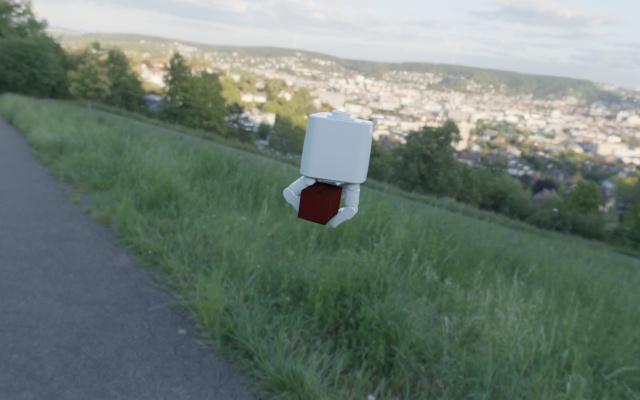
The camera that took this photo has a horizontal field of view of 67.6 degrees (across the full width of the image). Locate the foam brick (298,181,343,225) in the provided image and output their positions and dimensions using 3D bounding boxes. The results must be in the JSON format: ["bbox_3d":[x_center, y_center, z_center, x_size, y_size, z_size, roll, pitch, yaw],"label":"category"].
[{"bbox_3d":[0.000,0.003,0.826,0.053,0.051,0.078,14,18,15],"label":"foam brick"}]
